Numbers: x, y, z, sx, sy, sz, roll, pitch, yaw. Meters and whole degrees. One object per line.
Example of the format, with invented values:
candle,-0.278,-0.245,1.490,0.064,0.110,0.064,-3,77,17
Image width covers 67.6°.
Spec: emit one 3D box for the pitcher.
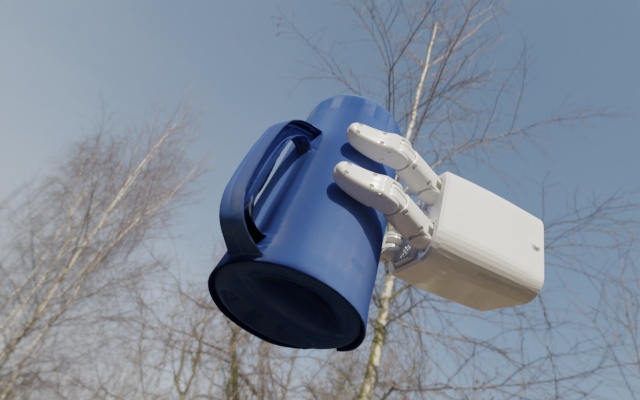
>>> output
pitcher,0.000,0.002,0.447,0.145,0.242,0.149,24,-40,-3
